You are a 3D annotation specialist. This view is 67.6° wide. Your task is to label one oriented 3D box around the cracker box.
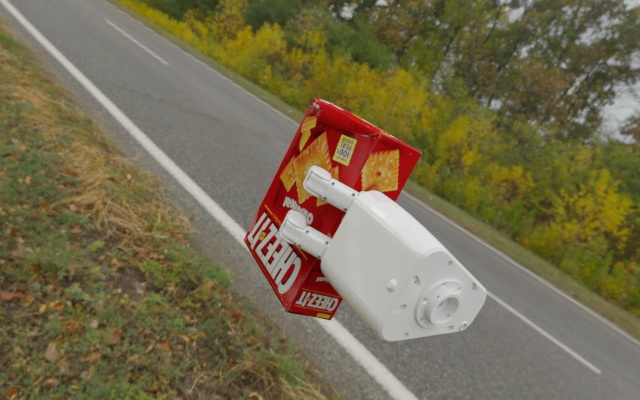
[{"bbox_3d":[0.000,0.002,0.560,0.072,0.214,0.164,20,14,-33],"label":"cracker box"}]
